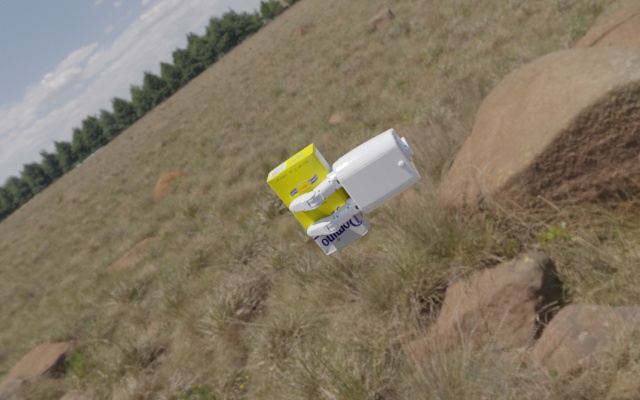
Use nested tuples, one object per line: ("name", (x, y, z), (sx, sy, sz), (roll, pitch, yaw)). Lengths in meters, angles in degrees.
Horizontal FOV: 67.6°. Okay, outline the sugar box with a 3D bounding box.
("sugar box", (0.000, 0.003, 0.798), (0.093, 0.176, 0.048), (-32, 22, 16))
